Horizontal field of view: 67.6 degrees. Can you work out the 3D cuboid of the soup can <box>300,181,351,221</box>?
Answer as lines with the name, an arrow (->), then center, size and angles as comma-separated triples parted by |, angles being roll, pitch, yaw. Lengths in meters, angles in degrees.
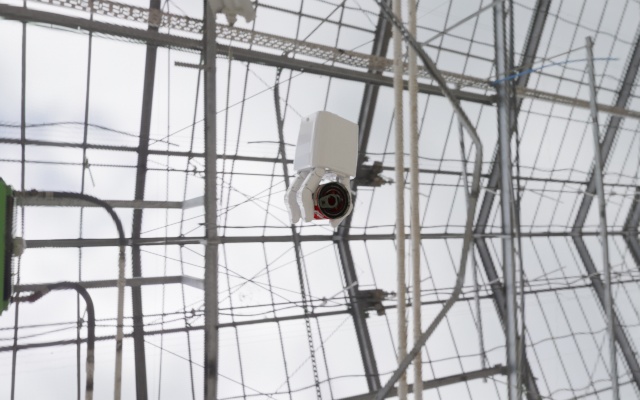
soup can -> 0.000, 0.003, 0.887 | 0.068, 0.068, 0.102 | 0, -4, -30
